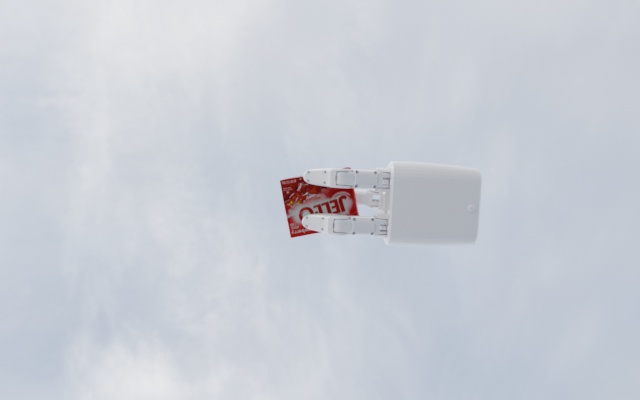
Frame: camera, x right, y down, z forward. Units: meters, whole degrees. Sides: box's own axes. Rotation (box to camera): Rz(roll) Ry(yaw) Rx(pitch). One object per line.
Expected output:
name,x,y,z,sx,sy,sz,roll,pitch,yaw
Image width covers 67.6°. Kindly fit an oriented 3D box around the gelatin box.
gelatin box,0.000,0.002,0.593,0.089,0.073,0.030,-10,4,5
